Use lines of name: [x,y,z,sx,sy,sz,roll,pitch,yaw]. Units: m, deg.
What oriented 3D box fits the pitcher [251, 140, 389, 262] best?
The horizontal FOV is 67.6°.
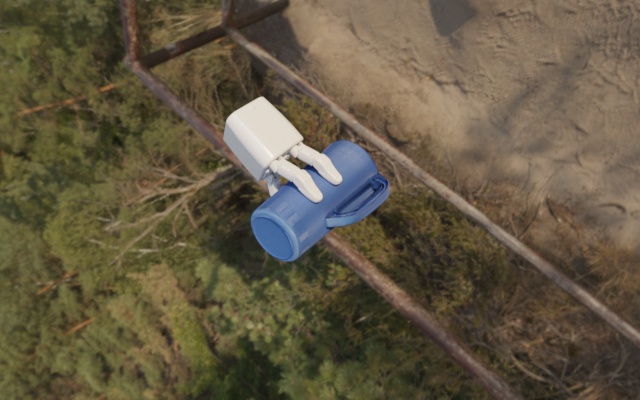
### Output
pitcher: [0.000,0.003,0.861,0.242,0.145,0.149,-41,1,-38]
